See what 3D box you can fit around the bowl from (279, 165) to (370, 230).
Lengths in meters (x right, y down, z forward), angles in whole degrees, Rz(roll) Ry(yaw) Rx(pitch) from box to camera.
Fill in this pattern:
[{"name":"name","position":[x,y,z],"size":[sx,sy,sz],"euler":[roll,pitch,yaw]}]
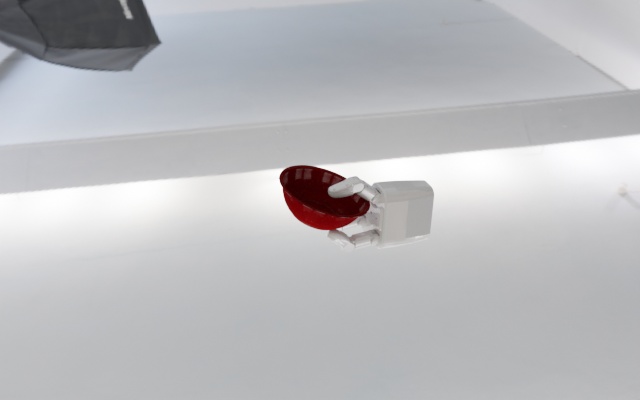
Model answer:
[{"name":"bowl","position":[-0.001,0.003,0.814],"size":[0.162,0.055,0.162],"euler":[17,28,-9]}]
